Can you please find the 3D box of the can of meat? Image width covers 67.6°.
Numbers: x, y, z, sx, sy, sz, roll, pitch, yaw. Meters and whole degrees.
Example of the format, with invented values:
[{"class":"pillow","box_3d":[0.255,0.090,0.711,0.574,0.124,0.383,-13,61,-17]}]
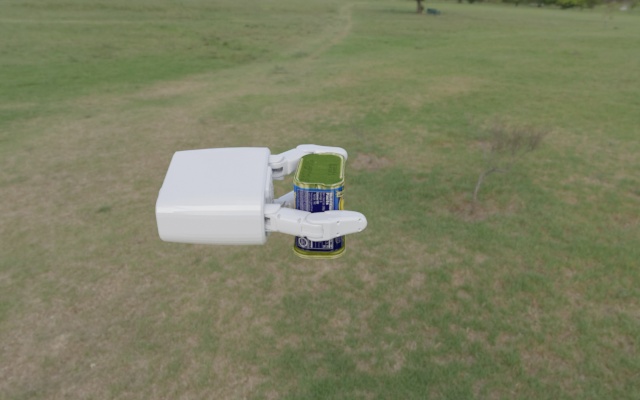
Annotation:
[{"class":"can of meat","box_3d":[0.000,0.001,0.523,0.057,0.084,0.102,1,25,3]}]
